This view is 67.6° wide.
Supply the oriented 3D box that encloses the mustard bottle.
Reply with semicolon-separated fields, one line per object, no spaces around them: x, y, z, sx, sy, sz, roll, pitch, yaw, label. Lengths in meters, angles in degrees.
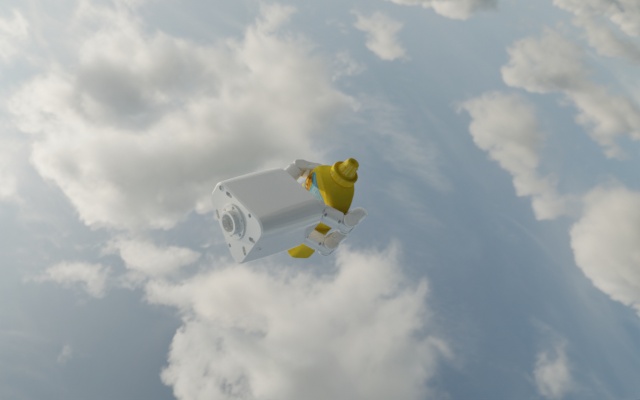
0.000;0.003;0.734;0.058;0.096;0.192;9;-41;-31;mustard bottle
